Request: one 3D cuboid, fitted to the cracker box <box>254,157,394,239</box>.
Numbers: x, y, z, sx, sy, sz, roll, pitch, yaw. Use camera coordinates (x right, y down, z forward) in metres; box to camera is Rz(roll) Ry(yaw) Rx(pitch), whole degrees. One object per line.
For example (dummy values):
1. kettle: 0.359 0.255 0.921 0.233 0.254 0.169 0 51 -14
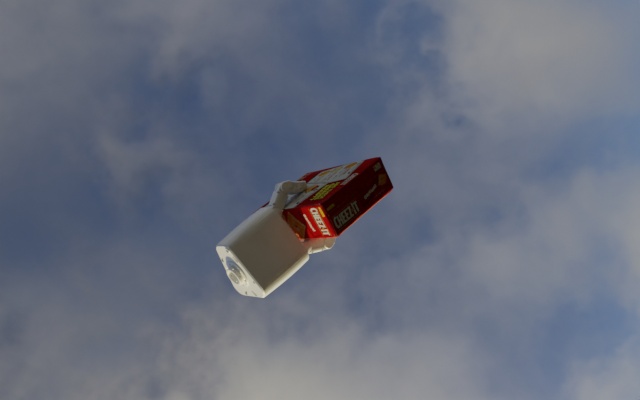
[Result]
1. cracker box: 0.000 0.003 0.863 0.164 0.072 0.214 -39 19 -35
